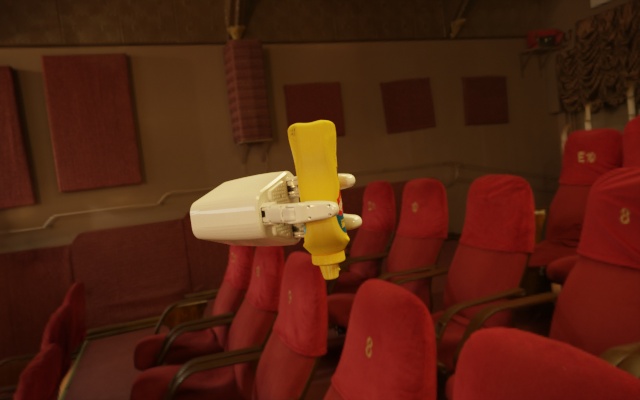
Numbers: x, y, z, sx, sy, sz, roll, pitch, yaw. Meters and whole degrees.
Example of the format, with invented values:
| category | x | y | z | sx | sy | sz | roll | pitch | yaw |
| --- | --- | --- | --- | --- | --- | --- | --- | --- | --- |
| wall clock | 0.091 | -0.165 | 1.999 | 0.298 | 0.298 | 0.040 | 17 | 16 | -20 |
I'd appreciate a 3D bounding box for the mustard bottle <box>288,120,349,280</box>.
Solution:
| category | x | y | z | sx | sy | sz | roll | pitch | yaw |
| --- | --- | --- | --- | --- | --- | --- | --- | --- | --- |
| mustard bottle | 0.000 | 0.002 | 0.588 | 0.058 | 0.191 | 0.096 | -7 | 3 | 1 |
